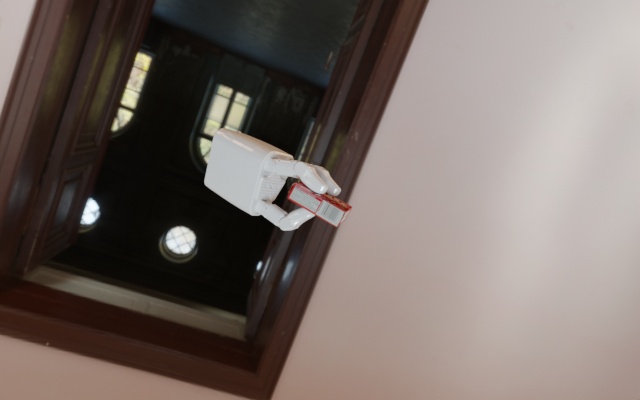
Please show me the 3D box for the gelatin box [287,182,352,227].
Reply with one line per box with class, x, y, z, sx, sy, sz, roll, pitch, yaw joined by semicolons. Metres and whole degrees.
gelatin box;0.000;0.003;0.729;0.089;0.030;0.073;30;10;8
